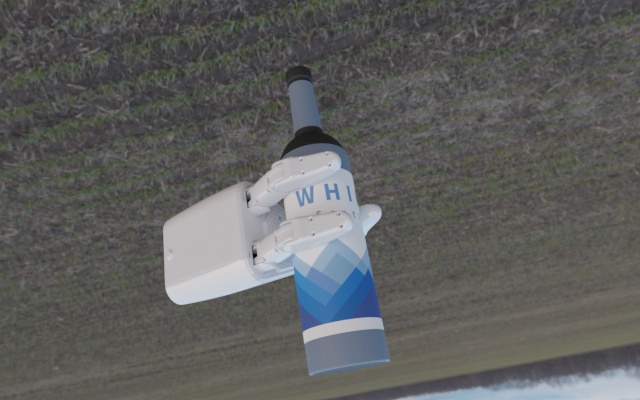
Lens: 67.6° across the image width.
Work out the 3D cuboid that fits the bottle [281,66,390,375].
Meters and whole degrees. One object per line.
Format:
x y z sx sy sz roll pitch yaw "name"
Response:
0.000 0.002 0.440 0.069 0.295 0.069 -8 -23 -4 "bottle"
